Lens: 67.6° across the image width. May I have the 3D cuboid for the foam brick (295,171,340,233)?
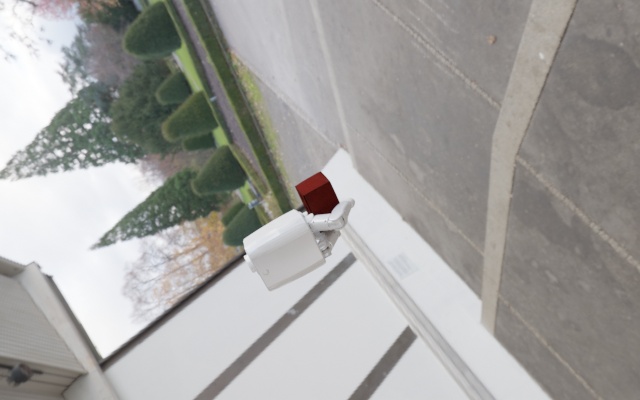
[{"bbox_3d":[0.000,0.002,0.789,0.051,0.078,0.053,-28,26,-6],"label":"foam brick"}]
